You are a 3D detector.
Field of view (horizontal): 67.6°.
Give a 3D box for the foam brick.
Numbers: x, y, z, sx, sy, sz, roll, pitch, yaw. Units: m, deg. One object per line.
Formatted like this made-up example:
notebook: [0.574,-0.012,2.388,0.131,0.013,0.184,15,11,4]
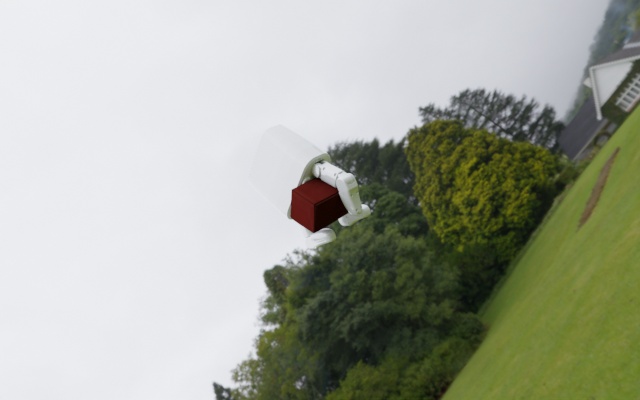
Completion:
foam brick: [0.000,0.002,0.702,0.051,0.053,0.078,31,42,33]
